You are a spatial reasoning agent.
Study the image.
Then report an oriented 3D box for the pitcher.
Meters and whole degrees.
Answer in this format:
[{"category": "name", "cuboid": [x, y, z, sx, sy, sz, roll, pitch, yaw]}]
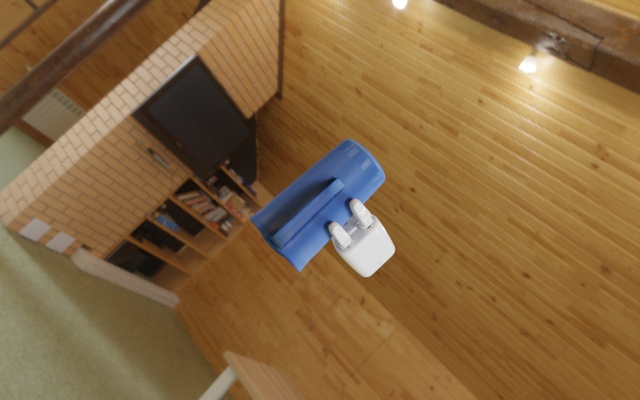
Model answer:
[{"category": "pitcher", "cuboid": [0.000, 0.003, 0.867, 0.149, 0.243, 0.145, 41, -8, 47]}]
